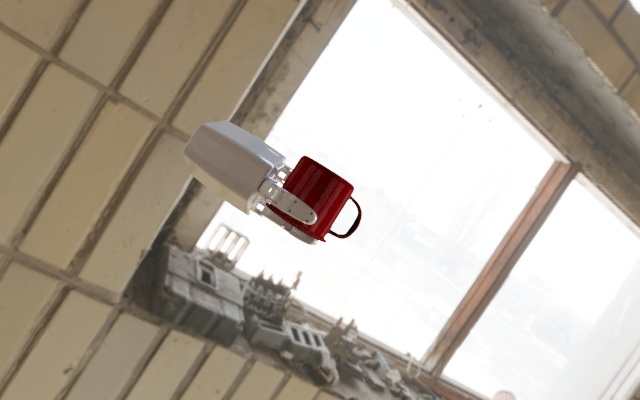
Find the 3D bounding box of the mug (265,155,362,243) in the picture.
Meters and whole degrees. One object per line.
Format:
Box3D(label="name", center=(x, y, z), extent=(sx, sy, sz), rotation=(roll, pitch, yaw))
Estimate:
Box3D(label="mug", center=(0.001, 0.003, 0.612), extent=(0.117, 0.081, 0.093), rotation=(33, 1, 0))
